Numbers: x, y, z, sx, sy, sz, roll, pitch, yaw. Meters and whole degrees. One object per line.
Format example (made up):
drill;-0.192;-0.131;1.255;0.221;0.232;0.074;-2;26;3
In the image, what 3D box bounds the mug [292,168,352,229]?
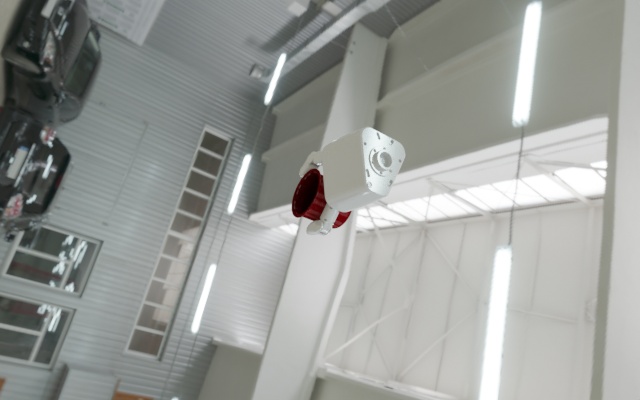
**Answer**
mug;0.000;0.003;0.865;0.081;0.093;0.117;23;-22;-26
